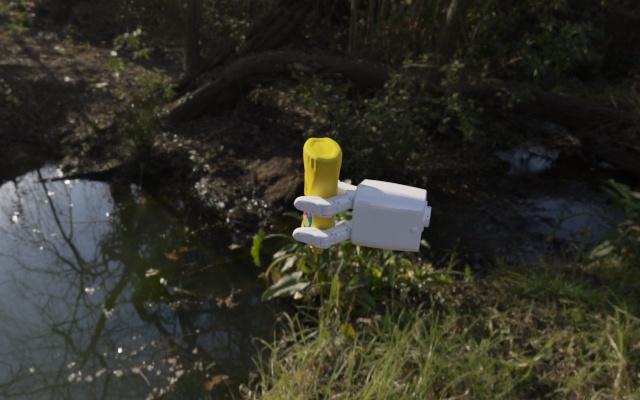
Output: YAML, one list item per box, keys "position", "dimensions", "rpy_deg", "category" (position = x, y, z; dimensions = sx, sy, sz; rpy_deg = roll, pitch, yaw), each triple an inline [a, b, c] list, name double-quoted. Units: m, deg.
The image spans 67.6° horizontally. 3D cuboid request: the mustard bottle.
- position: [0.000, 0.002, 0.771]
  dimensions: [0.058, 0.192, 0.096]
  rpy_deg: [-2, 28, -9]
  category: "mustard bottle"
